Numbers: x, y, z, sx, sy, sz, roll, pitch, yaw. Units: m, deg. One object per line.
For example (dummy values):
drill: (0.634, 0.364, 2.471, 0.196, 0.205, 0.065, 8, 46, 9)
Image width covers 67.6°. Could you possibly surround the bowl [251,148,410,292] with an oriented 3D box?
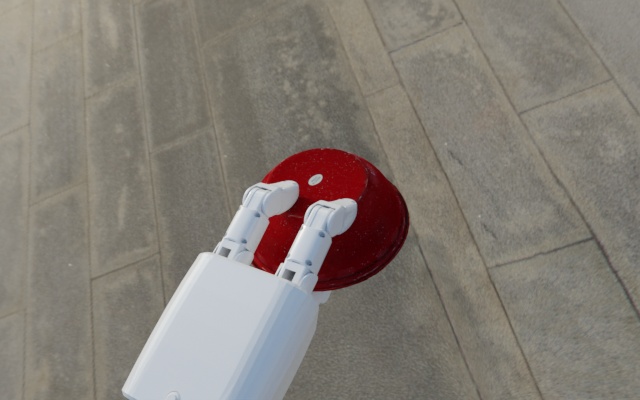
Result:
bowl: (0.000, 0.000, 0.441, 0.162, 0.162, 0.055, 0, -44, 11)
